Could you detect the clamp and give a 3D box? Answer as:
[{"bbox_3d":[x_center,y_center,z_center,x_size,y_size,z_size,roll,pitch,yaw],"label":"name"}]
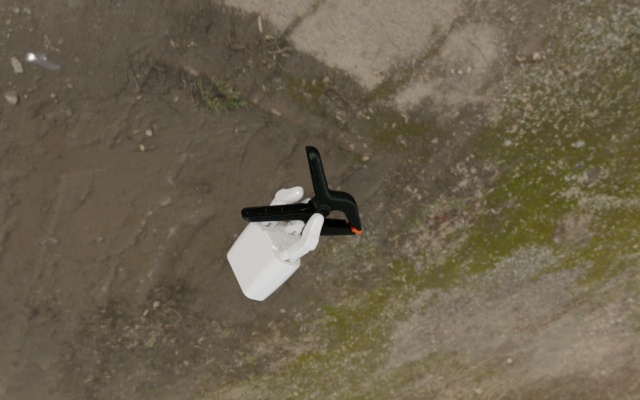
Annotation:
[{"bbox_3d":[0.001,0.003,0.775,0.210,0.036,0.165,22,-57,-35],"label":"clamp"}]
